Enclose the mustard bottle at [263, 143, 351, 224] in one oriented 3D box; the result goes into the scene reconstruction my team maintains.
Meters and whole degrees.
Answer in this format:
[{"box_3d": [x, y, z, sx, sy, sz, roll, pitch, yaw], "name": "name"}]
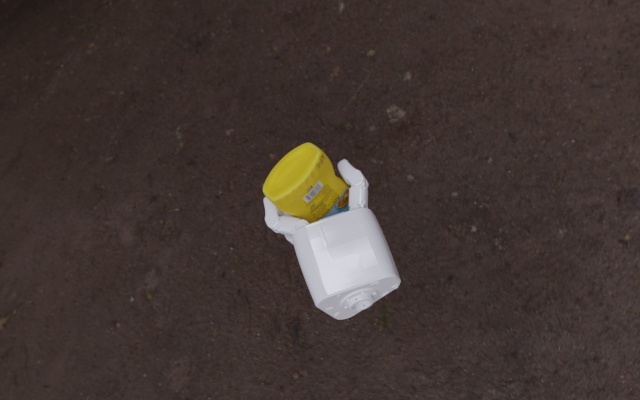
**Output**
[{"box_3d": [0.000, 0.002, 0.701, 0.058, 0.096, 0.192, 39, -4, 37], "name": "mustard bottle"}]
